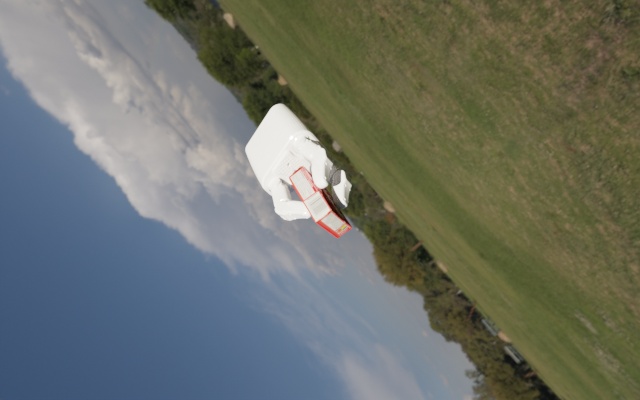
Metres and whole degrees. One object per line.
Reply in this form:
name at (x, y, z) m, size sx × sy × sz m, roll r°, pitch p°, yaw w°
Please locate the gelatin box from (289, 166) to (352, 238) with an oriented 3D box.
gelatin box at (0.000, 0.003, 0.666) m, size 0.030 × 0.089 × 0.073 m, roll -37°, pitch -33°, yaw 8°
